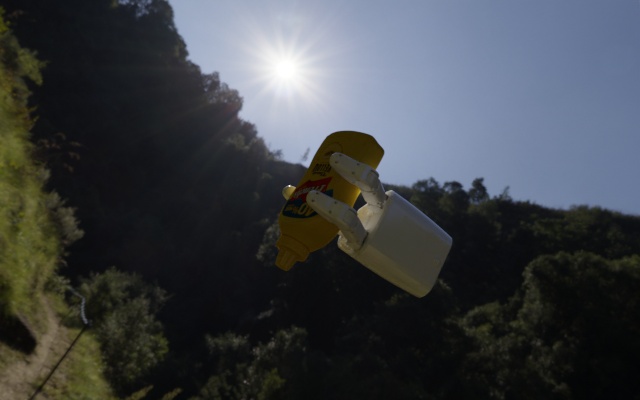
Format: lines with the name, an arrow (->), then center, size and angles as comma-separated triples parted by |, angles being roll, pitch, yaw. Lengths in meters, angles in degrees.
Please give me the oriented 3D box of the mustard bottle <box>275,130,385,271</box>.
mustard bottle -> 0.000, 0.002, 0.595 | 0.096, 0.191, 0.058 | 7, -30, 48
